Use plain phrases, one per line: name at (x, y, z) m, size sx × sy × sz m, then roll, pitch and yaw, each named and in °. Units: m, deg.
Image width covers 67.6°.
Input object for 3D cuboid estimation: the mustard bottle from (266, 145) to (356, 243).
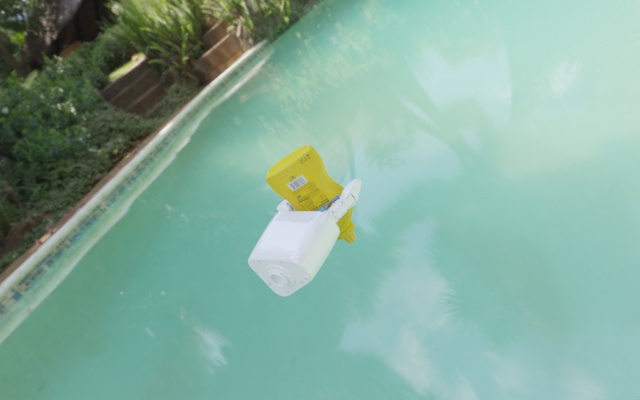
mustard bottle at (0.000, 0.002, 0.820) m, size 0.096 × 0.192 × 0.058 m, roll -32°, pitch 22°, yaw 20°
